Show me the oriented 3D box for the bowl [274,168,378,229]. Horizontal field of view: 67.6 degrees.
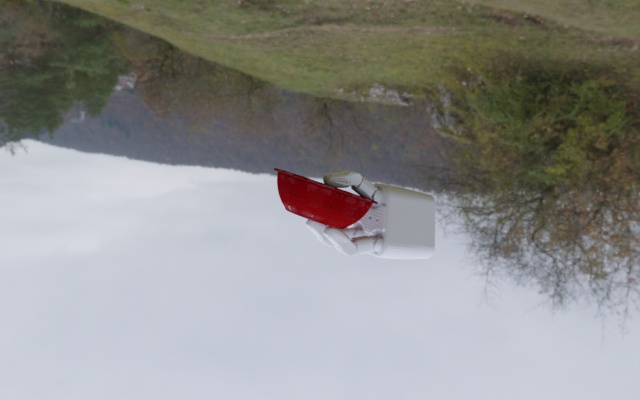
[{"bbox_3d":[-0.001,0.002,0.705,0.162,0.055,0.162,19,1,0],"label":"bowl"}]
